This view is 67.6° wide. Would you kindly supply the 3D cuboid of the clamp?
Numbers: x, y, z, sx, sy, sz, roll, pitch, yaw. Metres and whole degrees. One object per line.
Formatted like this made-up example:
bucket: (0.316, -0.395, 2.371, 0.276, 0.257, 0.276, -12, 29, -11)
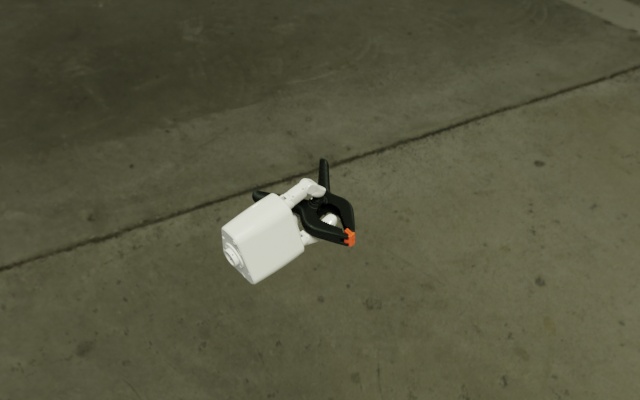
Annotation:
clamp: (0.000, 0.003, 0.856, 0.164, 0.036, 0.210, -35, 52, -25)
